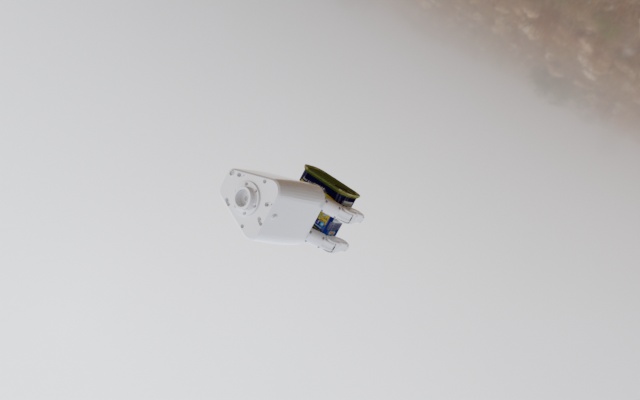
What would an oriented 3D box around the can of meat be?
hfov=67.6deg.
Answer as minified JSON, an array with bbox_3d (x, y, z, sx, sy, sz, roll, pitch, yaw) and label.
[{"bbox_3d":[0.000,0.003,0.777,0.102,0.084,0.057,35,13,28],"label":"can of meat"}]
